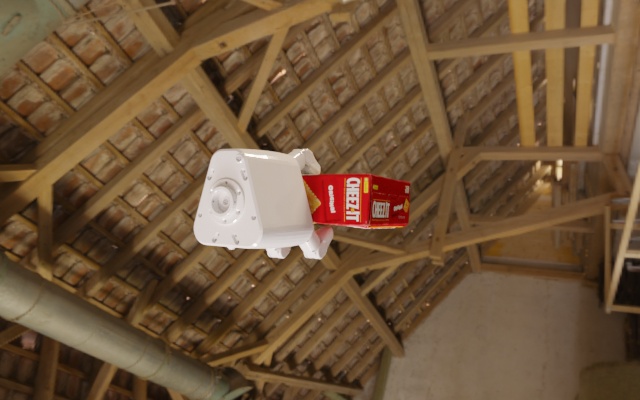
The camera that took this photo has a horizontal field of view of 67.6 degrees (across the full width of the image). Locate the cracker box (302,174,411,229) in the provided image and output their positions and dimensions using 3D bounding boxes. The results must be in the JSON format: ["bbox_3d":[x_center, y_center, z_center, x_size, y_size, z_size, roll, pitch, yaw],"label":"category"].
[{"bbox_3d":[0.000,0.002,0.672,0.213,0.072,0.164,1,-1,27],"label":"cracker box"}]
